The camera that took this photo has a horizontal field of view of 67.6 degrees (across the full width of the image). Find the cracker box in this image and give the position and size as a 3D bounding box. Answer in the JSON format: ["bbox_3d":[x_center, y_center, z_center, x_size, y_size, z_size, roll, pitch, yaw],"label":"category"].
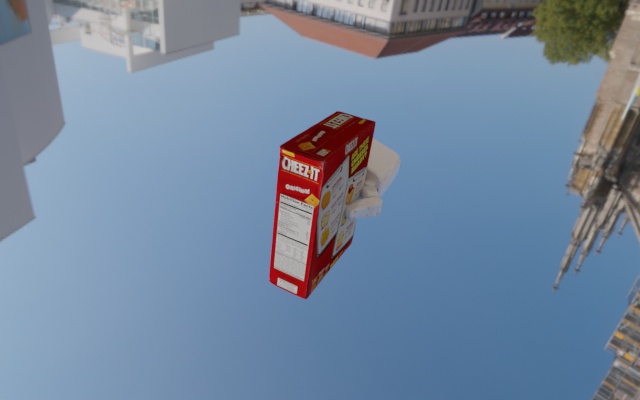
[{"bbox_3d":[0.000,0.002,0.667,0.072,0.214,0.164,20,32,20],"label":"cracker box"}]
